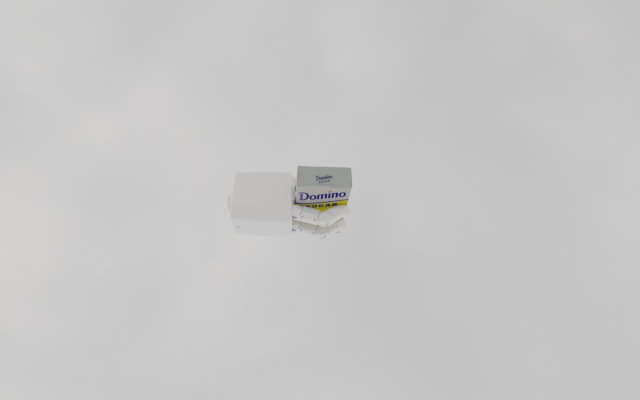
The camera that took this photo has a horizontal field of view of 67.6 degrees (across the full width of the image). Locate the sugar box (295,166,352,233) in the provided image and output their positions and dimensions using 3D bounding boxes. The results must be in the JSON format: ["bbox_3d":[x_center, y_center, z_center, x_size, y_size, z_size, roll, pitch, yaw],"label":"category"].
[{"bbox_3d":[0.000,0.003,0.859,0.093,0.048,0.176,1,-27,-4],"label":"sugar box"}]
